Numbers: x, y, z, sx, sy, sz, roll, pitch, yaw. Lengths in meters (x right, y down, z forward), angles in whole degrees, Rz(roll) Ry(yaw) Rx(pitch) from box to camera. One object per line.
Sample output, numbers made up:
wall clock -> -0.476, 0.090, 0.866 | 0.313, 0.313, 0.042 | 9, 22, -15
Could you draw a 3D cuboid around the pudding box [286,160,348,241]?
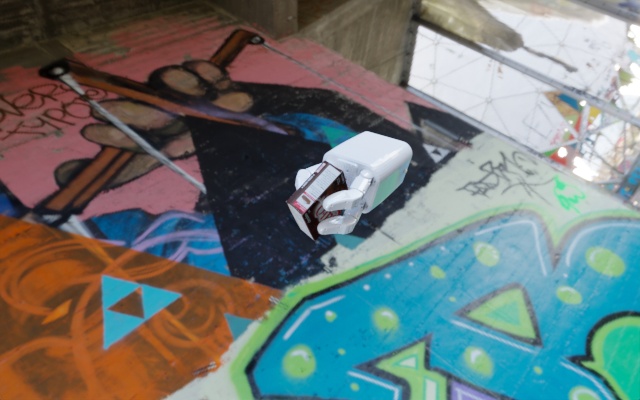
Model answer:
pudding box -> 0.000, 0.002, 0.725 | 0.039, 0.090, 0.113 | 36, -13, 24
